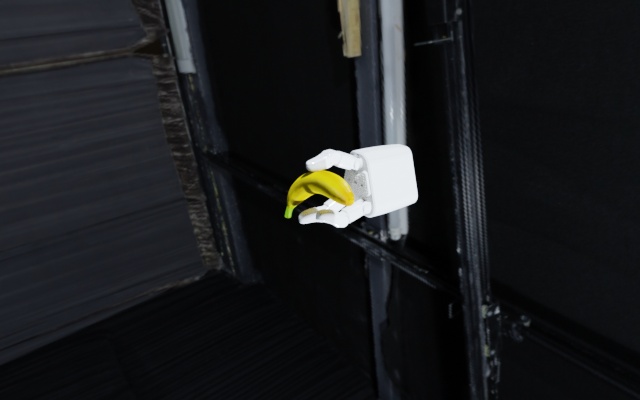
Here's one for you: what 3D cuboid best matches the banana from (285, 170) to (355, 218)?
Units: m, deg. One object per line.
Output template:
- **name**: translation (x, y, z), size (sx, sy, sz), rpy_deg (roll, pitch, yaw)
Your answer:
- **banana**: translation (-0.005, -0.015, 0.773), size (0.037, 0.069, 0.198), rpy_deg (-7, -4, -31)
